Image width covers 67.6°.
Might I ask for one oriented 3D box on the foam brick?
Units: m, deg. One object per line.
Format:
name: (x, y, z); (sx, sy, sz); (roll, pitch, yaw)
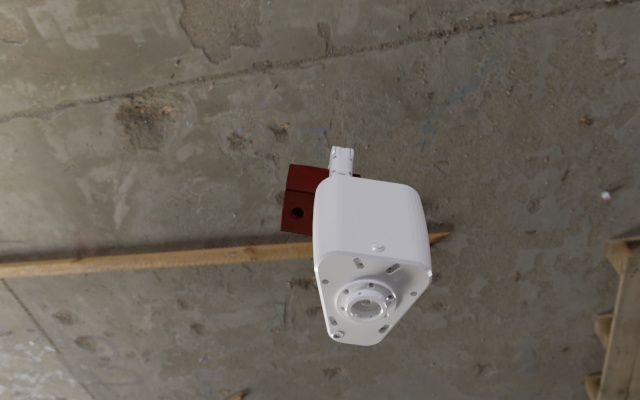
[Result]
foam brick: (0.000, 0.002, 0.490); (0.078, 0.053, 0.051); (8, 36, -3)
